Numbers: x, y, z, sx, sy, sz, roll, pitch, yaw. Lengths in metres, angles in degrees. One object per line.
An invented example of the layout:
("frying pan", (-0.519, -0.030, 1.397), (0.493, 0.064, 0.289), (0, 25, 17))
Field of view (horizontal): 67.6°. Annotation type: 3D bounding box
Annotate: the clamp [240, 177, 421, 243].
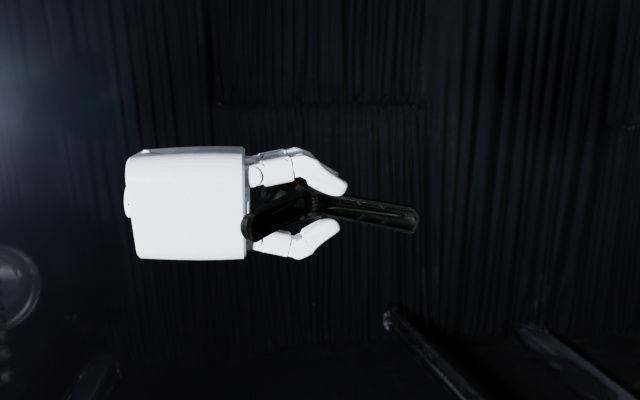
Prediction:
("clamp", (0.000, 0.002, 0.506), (0.164, 0.036, 0.210), (0, 13, -9))
